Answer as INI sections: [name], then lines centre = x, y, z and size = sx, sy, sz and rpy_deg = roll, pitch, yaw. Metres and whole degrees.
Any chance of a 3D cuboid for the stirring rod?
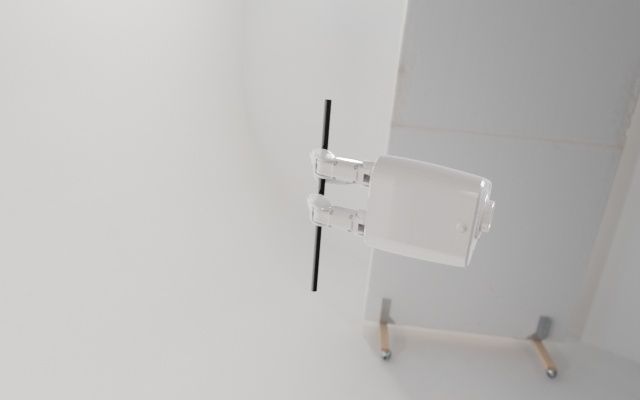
[stirring rod]
centre = 0.000, 0.002, 0.568
size = 0.011, 0.240, 0.011
rpy_deg = 4, 20, -1
